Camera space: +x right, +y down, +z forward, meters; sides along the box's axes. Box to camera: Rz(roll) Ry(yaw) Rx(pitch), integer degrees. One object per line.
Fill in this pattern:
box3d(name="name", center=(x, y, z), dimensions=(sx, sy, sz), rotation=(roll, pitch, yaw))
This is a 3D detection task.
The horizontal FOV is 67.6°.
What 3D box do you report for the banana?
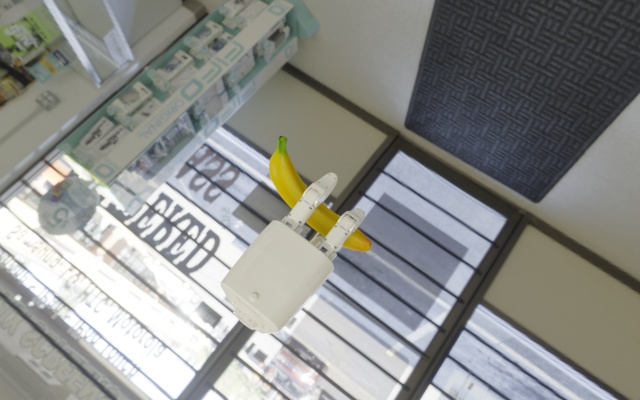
box3d(name="banana", center=(-0.011, 0.004, 0.665), dimensions=(0.037, 0.198, 0.070), rotation=(-47, 11, -31))
